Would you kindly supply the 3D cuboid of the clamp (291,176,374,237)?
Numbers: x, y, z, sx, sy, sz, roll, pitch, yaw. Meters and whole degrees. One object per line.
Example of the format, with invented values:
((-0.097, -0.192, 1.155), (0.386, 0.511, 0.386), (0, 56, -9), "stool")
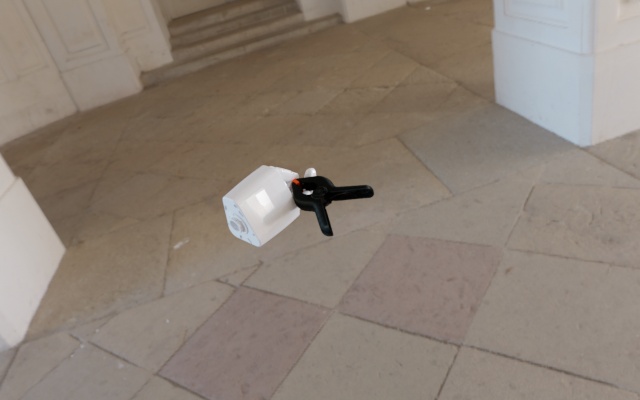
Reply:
((0.000, 0.002, 0.865), (0.171, 0.039, 0.120), (15, 49, 42), "clamp")
